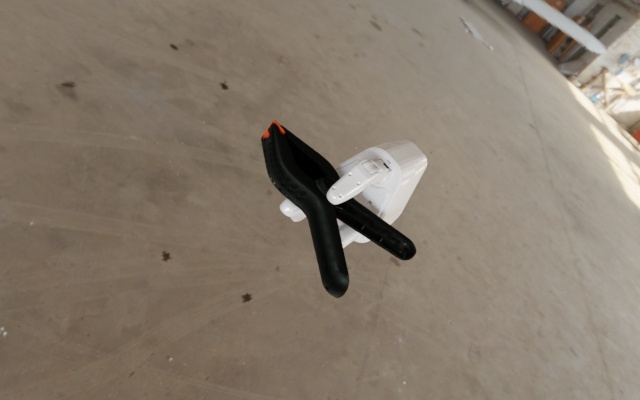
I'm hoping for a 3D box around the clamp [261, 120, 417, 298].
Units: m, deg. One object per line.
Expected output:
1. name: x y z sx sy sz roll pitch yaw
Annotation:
1. clamp: 0.000 0.001 0.492 0.036 0.210 0.164 -47 -12 28
